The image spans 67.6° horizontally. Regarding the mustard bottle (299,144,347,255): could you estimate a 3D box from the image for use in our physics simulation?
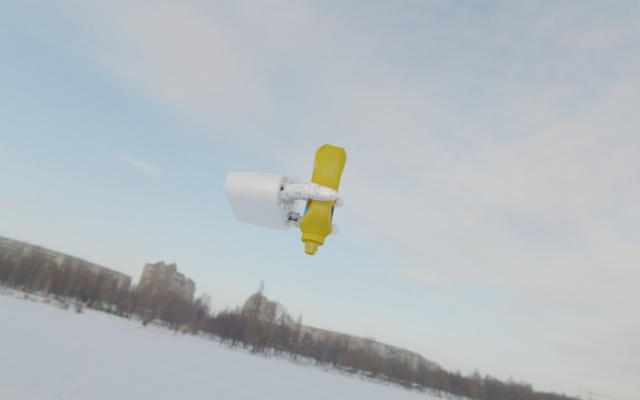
[{"bbox_3d":[0.001,0.003,0.846,0.058,0.191,0.096,14,-19,-5],"label":"mustard bottle"}]
